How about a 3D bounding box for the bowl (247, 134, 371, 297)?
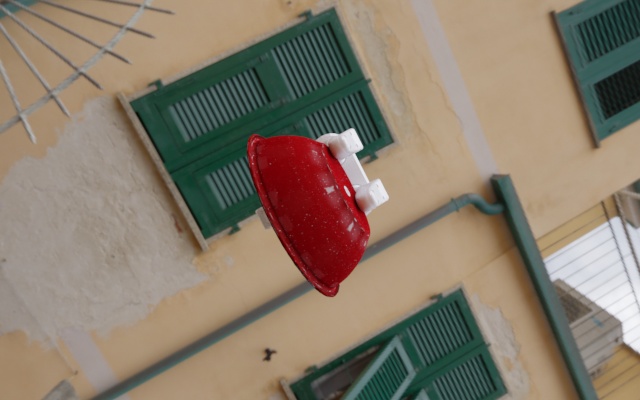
[{"bbox_3d":[0.000,0.002,0.427,0.055,0.162,0.162,-27,-6,11],"label":"bowl"}]
